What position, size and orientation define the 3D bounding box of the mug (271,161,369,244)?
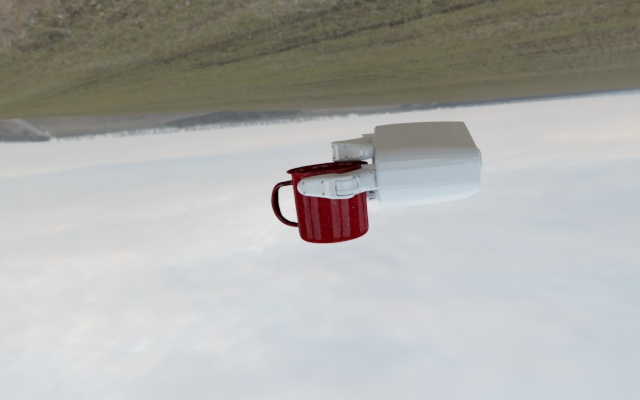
[{"bbox_3d":[-0.001,0.002,0.548,0.117,0.081,0.093,-5,10,10],"label":"mug"}]
